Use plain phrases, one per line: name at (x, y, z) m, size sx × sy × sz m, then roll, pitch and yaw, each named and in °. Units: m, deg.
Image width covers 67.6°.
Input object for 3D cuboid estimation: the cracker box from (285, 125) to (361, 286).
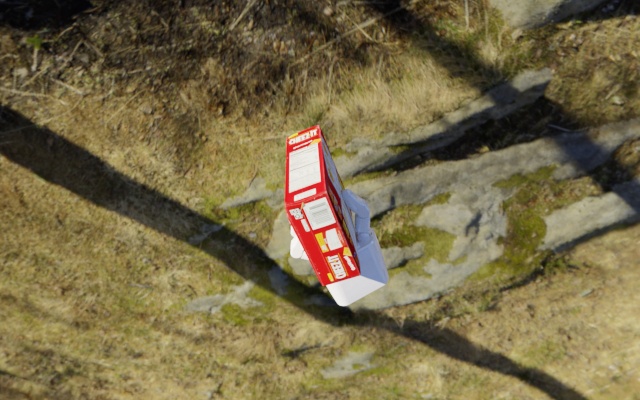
cracker box at (0.000, 0.003, 0.767) m, size 0.072 × 0.164 × 0.213 m, roll -18°, pitch 33°, yaw 8°
